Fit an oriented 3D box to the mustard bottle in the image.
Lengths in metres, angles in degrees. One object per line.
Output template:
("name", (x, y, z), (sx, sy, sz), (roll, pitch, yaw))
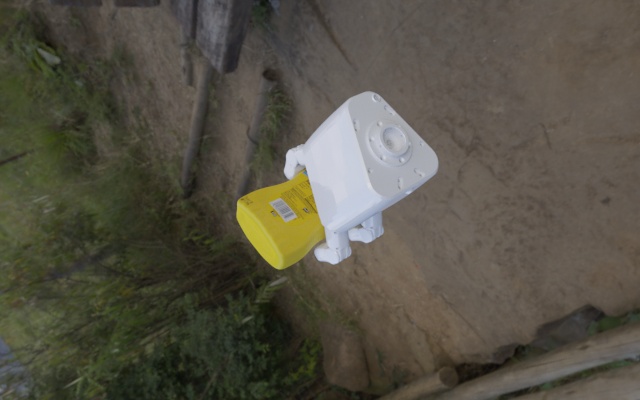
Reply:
("mustard bottle", (0.000, 0.002, 0.589), (0.191, 0.096, 0.058), (-28, -30, -29))
